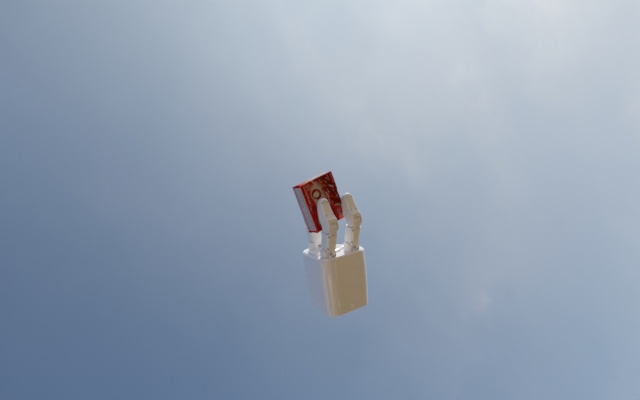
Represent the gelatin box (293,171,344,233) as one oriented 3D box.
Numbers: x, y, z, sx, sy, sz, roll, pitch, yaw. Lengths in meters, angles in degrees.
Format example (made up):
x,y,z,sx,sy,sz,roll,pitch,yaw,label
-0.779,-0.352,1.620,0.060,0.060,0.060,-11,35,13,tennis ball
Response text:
x,y,z,sx,sy,sz,roll,pitch,yaw,label
0.000,0.002,0.837,0.073,0.089,0.030,-28,13,-33,gelatin box
